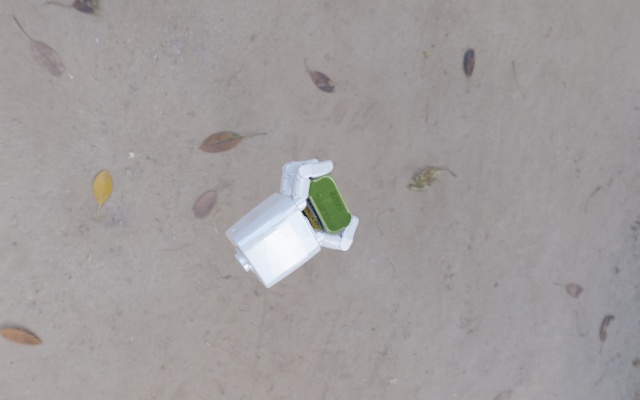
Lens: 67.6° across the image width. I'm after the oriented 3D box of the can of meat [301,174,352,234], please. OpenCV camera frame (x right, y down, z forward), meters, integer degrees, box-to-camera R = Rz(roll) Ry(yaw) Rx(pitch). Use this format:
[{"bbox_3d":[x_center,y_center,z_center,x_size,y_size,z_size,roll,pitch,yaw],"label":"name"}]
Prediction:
[{"bbox_3d":[0.000,0.003,0.784,0.057,0.102,0.084,-32,16,-15],"label":"can of meat"}]
